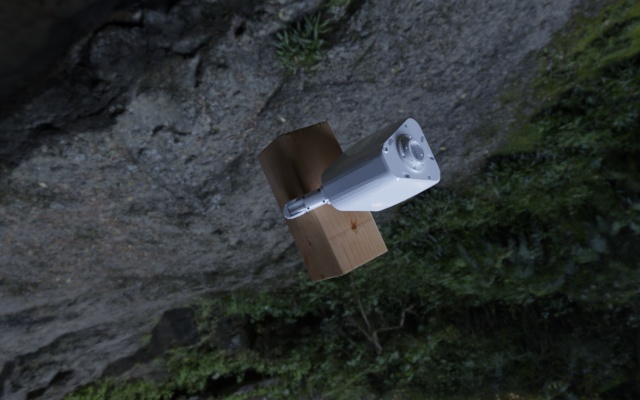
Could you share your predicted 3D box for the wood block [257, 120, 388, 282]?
[{"bbox_3d":[0.000,0.002,0.695,0.091,0.206,0.090,-23,-3,-32],"label":"wood block"}]
